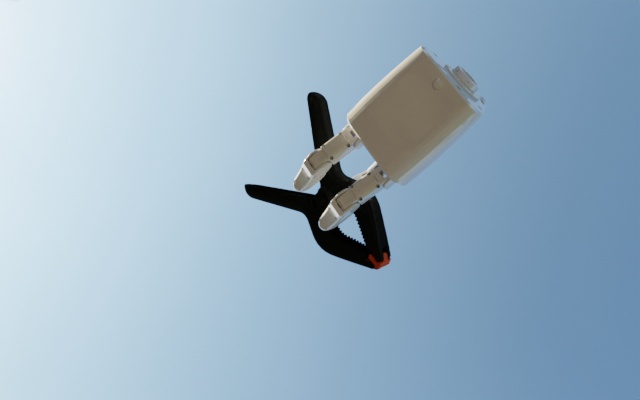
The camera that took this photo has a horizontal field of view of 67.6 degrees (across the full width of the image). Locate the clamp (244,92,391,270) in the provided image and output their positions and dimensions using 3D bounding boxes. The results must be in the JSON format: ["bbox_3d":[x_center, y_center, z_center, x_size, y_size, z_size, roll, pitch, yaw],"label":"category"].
[{"bbox_3d":[0.001,0.002,0.566,0.165,0.210,0.036,-44,-18,31],"label":"clamp"}]
